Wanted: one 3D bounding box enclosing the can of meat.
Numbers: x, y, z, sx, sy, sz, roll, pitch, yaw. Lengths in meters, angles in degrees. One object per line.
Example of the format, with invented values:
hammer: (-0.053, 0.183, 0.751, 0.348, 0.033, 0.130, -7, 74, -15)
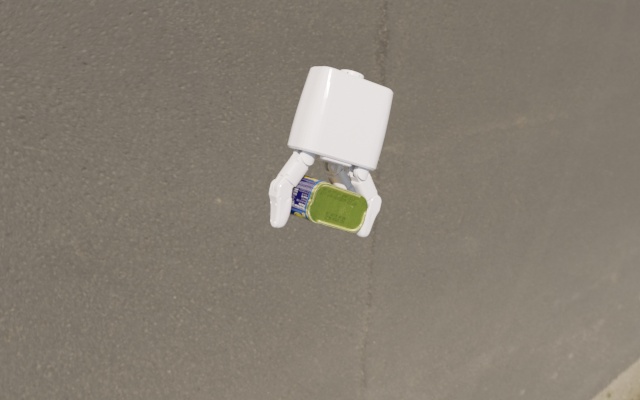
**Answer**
can of meat: (0.000, 0.002, 0.627, 0.102, 0.057, 0.084, 17, 0, -39)
